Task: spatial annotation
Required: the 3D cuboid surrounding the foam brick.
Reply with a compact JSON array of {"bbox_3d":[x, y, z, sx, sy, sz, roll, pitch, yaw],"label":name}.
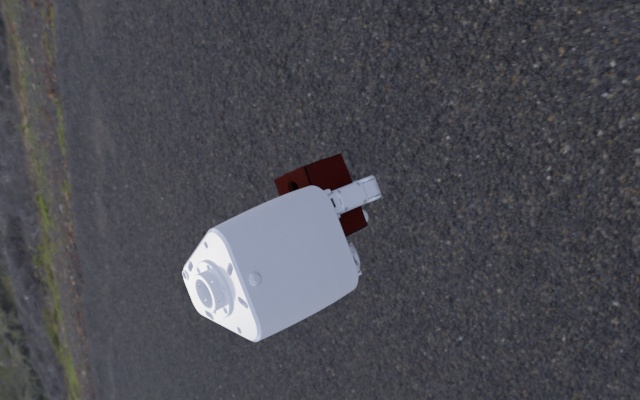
[{"bbox_3d":[0.000,0.001,0.462,0.051,0.078,0.053,-22,2,-38],"label":"foam brick"}]
